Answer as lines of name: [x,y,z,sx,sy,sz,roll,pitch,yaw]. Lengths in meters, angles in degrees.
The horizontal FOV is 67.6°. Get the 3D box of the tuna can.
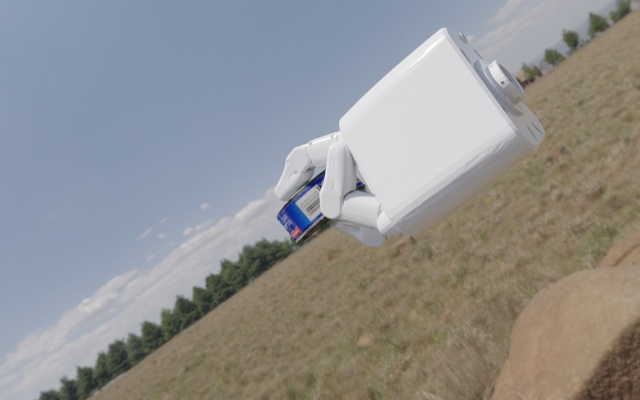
tuna can: [0.000,0.001,0.454,0.086,0.034,0.086,-40,-5,-4]
